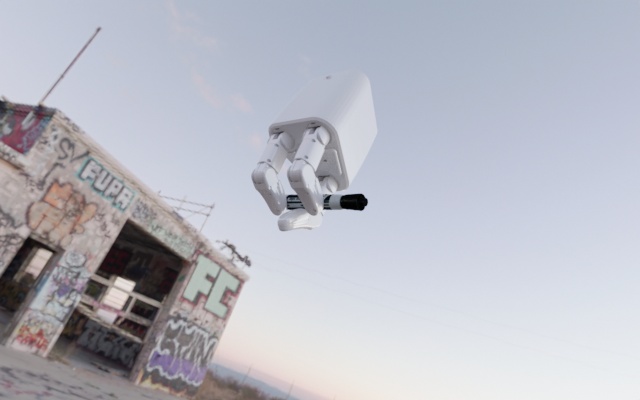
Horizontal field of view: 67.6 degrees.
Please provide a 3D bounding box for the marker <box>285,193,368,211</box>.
[{"bbox_3d":[0.000,0.002,0.532,0.121,0.020,0.020,-1,0,39],"label":"marker"}]
